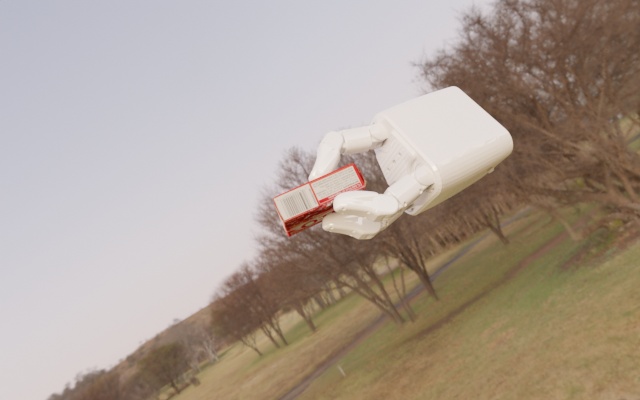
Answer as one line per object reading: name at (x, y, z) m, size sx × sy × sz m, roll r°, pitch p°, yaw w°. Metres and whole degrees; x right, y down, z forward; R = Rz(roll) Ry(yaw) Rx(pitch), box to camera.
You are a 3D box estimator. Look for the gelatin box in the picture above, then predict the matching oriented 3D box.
gelatin box at (0.000, 0.001, 0.487) m, size 0.089 × 0.030 × 0.073 m, roll -24°, pitch -14°, yaw -6°
